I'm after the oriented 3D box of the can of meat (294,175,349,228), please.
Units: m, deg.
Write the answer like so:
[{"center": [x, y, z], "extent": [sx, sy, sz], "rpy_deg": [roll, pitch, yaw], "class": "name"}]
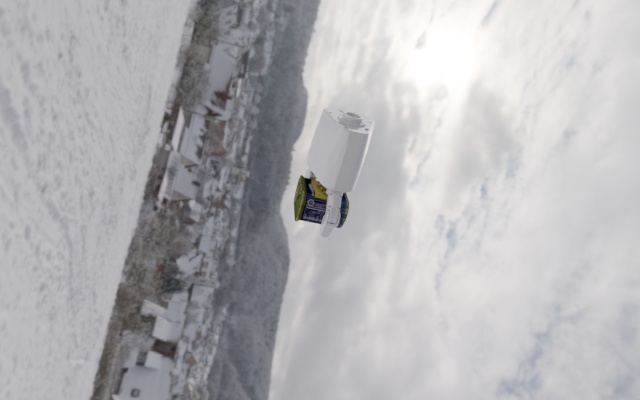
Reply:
[{"center": [0.000, 0.003, 0.845], "extent": [0.084, 0.057, 0.102], "rpy_deg": [12, 24, -10], "class": "can of meat"}]
